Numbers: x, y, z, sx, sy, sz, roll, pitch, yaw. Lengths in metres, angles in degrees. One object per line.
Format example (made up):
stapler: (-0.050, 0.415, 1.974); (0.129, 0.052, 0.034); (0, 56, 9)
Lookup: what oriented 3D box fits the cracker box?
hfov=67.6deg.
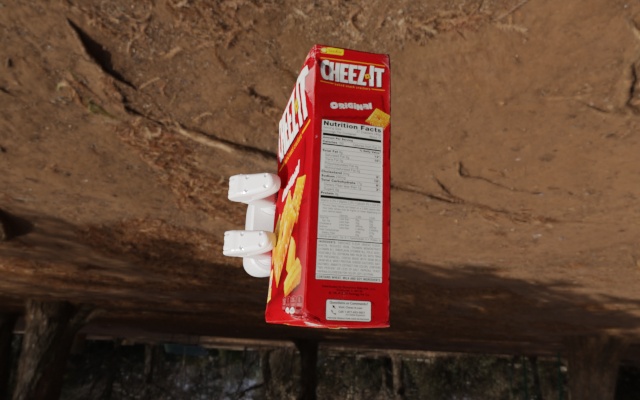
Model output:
cracker box: (0.000, 0.002, 0.422); (0.072, 0.213, 0.164); (5, -14, -14)
